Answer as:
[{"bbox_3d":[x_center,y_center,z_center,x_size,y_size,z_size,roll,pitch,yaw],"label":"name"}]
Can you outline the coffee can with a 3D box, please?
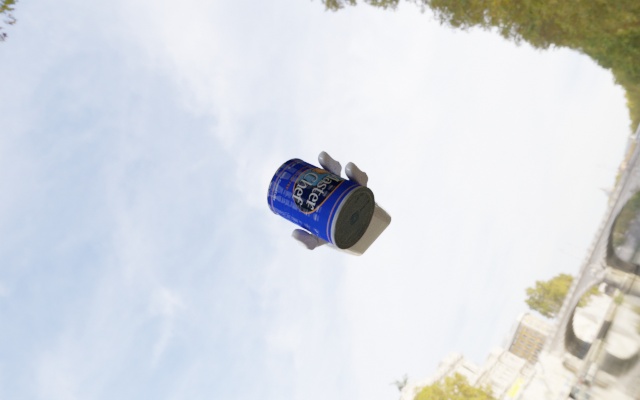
[{"bbox_3d":[0.000,0.003,0.756,0.140,0.103,0.103,26,14,33],"label":"coffee can"}]
